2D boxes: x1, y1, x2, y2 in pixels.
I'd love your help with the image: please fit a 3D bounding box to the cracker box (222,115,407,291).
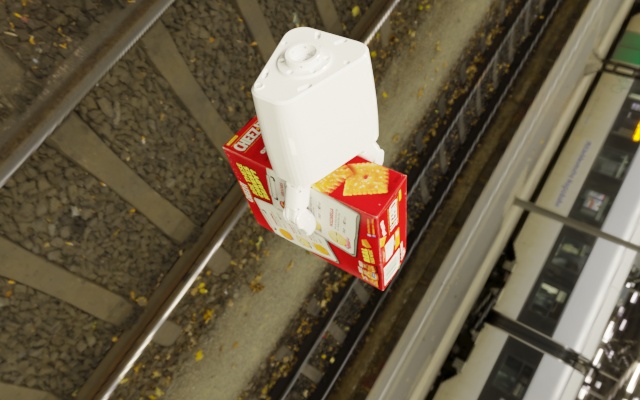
[{"bbox_3d":[0.000,0.002,0.591,0.213,0.072,0.164,26,-28,27],"label":"cracker box"}]
